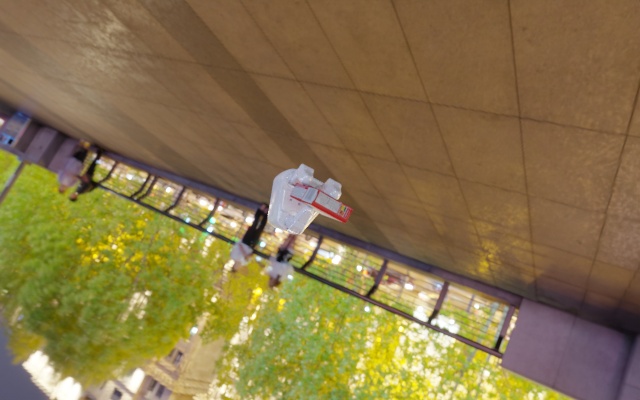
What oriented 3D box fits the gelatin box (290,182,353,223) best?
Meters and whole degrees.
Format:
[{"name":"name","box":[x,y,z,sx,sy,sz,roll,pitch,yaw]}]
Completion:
[{"name":"gelatin box","box":[0.000,0.003,0.786,0.073,0.030,0.089,30,-5,-28]}]
